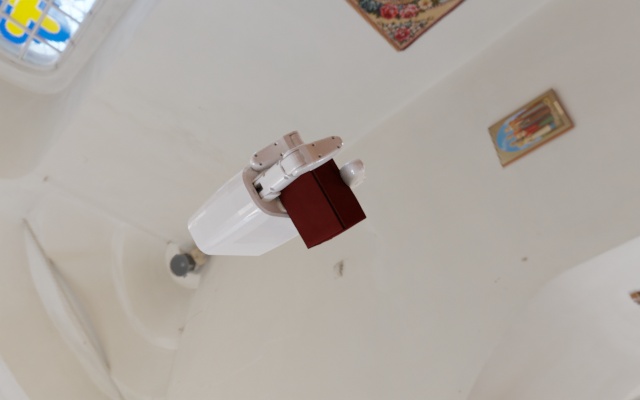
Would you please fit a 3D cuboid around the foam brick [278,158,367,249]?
[{"bbox_3d":[0.000,0.002,0.490,0.051,0.078,0.053,-34,-9,30],"label":"foam brick"}]
